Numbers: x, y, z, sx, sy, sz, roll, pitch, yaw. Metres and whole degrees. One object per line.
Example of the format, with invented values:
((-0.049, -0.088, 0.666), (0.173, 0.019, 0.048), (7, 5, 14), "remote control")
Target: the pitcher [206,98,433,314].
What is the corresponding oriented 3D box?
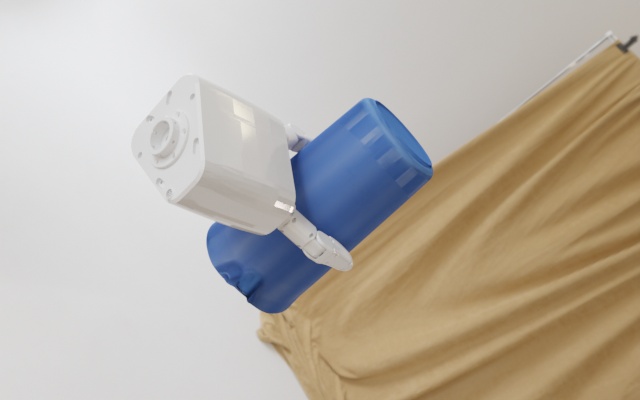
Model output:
((0.000, 0.002, 0.535), (0.243, 0.149, 0.145), (-41, -37, 20), "pitcher")
